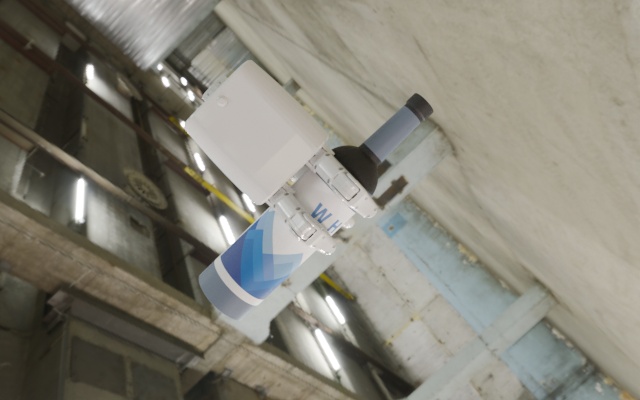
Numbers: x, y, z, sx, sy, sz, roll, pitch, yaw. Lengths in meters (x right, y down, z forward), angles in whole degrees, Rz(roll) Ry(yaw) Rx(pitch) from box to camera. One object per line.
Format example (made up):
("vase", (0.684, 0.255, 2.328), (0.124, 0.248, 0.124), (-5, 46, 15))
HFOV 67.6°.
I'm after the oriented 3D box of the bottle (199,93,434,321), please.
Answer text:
("bottle", (0.000, 0.002, 0.499), (0.296, 0.069, 0.069), (-44, -5, 5))
